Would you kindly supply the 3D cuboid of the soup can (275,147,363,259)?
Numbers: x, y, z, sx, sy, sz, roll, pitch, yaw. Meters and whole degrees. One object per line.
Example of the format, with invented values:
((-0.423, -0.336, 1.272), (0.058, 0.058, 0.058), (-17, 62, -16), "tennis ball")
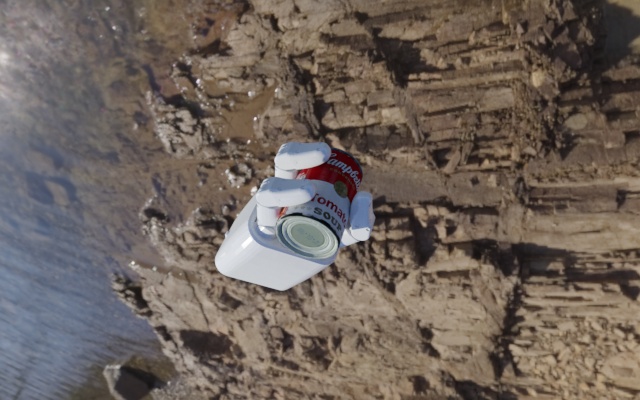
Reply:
((0.000, 0.002, 0.499), (0.068, 0.102, 0.069), (12, -42, 11), "soup can")
